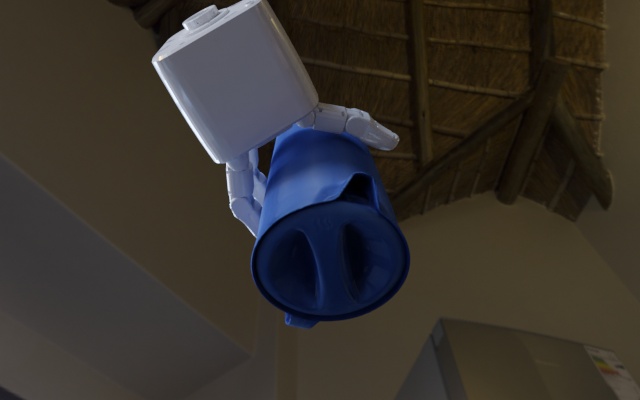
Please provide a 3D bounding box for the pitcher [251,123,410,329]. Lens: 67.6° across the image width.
[{"bbox_3d":[0.000,0.001,0.499,0.149,0.145,0.242,-25,31,13],"label":"pitcher"}]
